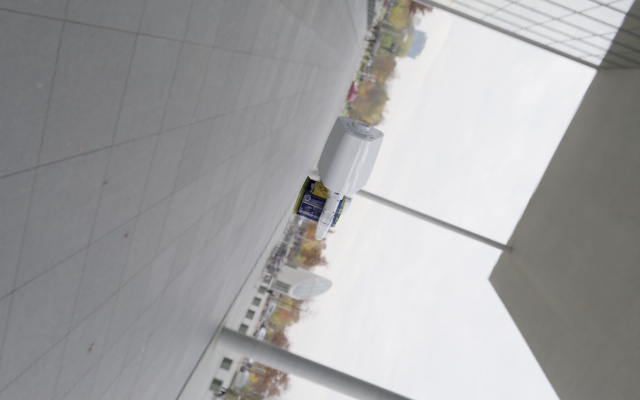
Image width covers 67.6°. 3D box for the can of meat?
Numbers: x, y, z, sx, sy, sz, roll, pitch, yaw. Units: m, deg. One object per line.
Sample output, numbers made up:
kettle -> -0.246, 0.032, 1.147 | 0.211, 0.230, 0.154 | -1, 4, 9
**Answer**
can of meat -> 0.000, 0.003, 0.897 | 0.084, 0.057, 0.102 | 21, 20, 0
